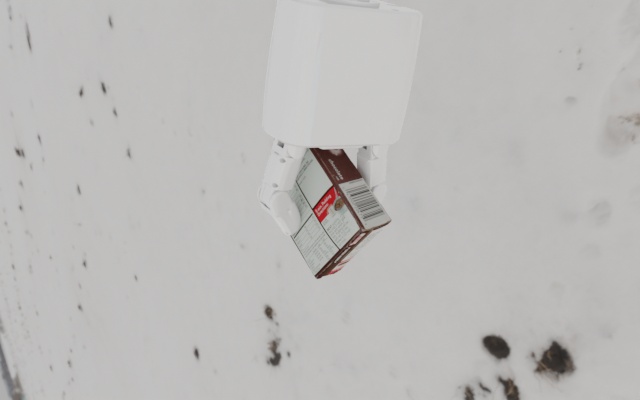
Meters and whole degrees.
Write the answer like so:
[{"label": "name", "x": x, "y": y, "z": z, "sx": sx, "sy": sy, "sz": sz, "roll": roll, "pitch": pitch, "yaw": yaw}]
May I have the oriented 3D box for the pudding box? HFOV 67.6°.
[{"label": "pudding box", "x": 0.000, "y": 0.001, "z": 0.438, "sx": 0.039, "sy": 0.113, "sz": 0.090, "roll": -14, "pitch": -26, "yaw": -39}]
